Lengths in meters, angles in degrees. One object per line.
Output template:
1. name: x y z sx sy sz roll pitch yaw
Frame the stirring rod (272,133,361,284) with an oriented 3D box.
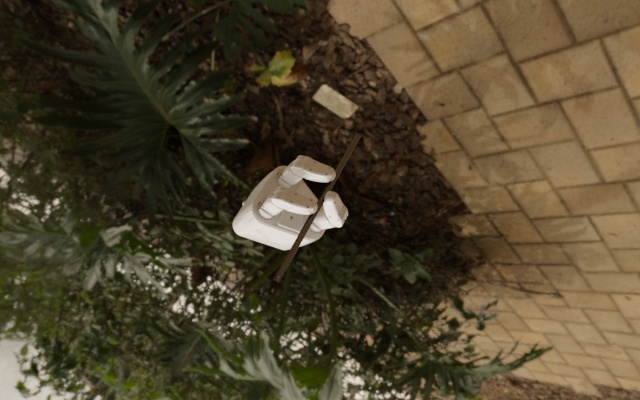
1. stirring rod: 0.000 0.002 0.608 0.011 0.239 0.011 22 -29 13
